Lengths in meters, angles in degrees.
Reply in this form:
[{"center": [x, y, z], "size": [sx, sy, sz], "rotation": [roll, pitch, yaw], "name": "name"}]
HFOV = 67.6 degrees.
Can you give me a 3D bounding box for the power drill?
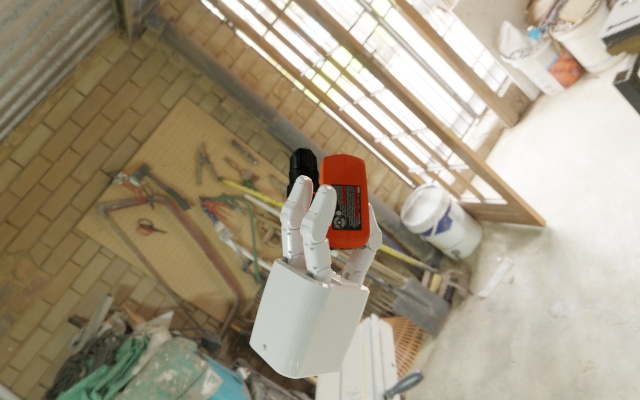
[{"center": [0.000, 0.002, 0.607], "size": [0.057, 0.184, 0.188], "rotation": [-1, -11, -17], "name": "power drill"}]
